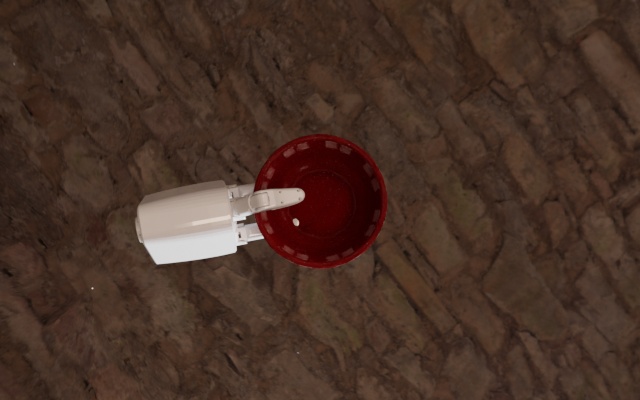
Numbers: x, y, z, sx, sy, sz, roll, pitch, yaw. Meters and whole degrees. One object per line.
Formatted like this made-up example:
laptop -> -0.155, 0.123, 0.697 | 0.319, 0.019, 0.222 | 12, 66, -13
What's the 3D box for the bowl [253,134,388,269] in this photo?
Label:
bowl -> 0.001, 0.002, 0.595 | 0.162, 0.162, 0.055 | 0, -4, 2
